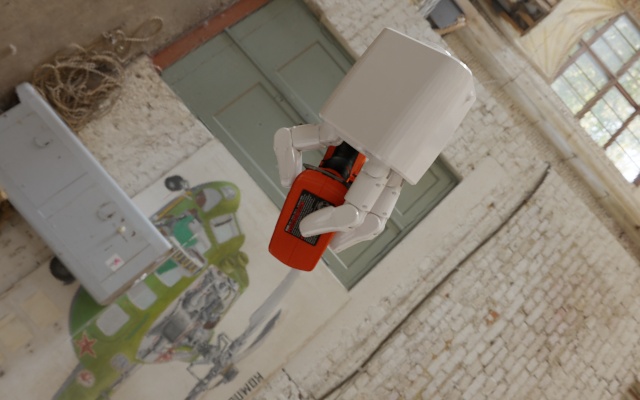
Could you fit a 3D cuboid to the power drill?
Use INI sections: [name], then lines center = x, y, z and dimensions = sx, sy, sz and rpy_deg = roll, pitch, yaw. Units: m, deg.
[power drill]
center = 0.000, 0.002, 0.547
dimensions = 0.057, 0.184, 0.187
rpy_deg = 24, 26, 2
